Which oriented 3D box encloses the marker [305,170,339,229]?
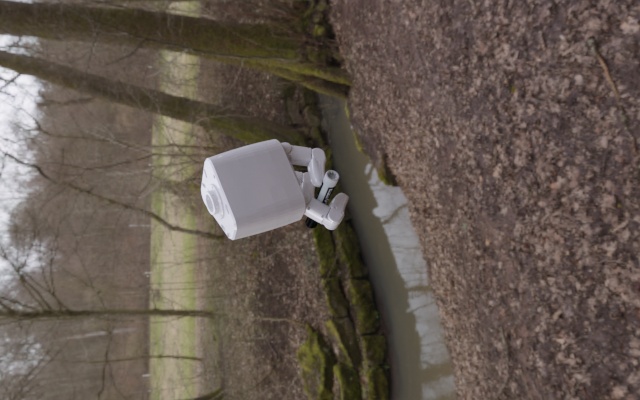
[{"bbox_3d":[0.000,0.002,0.679,0.020,0.020,0.121,0,-36,-19],"label":"marker"}]
